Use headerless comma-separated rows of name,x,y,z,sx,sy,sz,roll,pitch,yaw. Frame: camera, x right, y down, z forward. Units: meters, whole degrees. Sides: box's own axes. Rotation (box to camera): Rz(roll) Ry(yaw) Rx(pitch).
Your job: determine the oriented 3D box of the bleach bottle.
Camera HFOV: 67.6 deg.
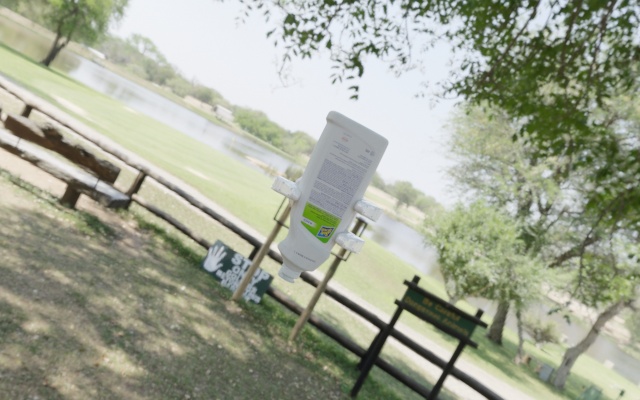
bleach bottle,0.000,0.002,0.703,0.102,0.251,0.068,28,4,-3
